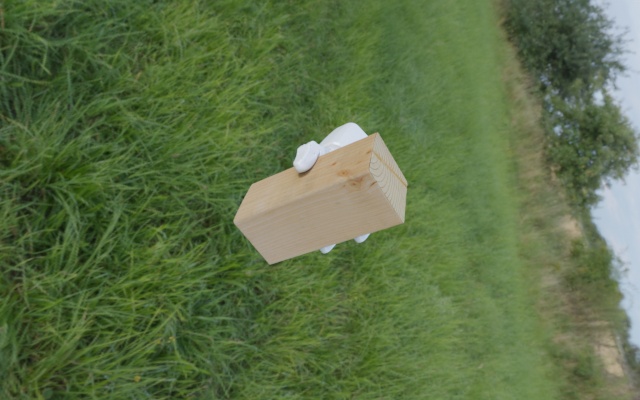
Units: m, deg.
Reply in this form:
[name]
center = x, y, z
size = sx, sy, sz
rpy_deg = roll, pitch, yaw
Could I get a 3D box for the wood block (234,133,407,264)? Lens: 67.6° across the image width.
[wood block]
center = 0.000, 0.002, 0.637
size = 0.206, 0.091, 0.090
rpy_deg = -21, 30, 27
